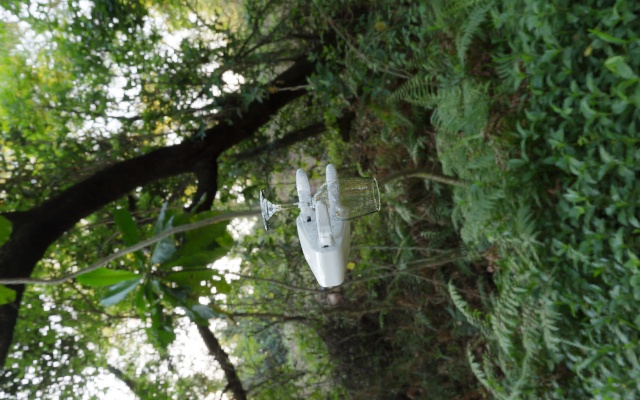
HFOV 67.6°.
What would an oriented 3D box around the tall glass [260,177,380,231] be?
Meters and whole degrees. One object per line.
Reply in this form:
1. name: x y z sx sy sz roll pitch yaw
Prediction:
1. tall glass: -0.001 0.003 0.836 0.201 0.079 0.079 -8 0 0
